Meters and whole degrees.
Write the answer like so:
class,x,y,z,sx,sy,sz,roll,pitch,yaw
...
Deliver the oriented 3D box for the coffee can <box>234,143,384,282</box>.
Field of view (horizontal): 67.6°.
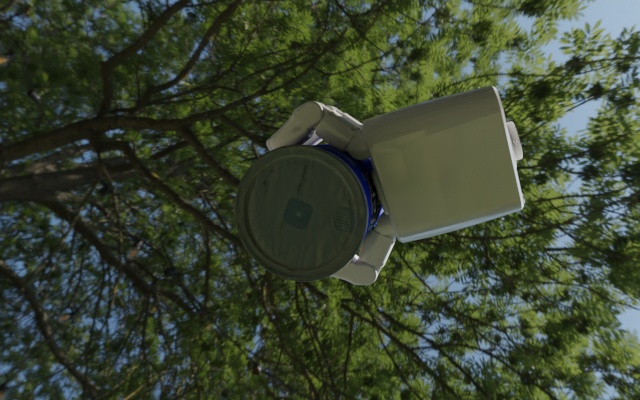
class,x,y,z,sx,sy,sz,roll,pitch,yaw
coffee can,0.000,0.001,0.418,0.103,0.103,0.140,0,8,14
